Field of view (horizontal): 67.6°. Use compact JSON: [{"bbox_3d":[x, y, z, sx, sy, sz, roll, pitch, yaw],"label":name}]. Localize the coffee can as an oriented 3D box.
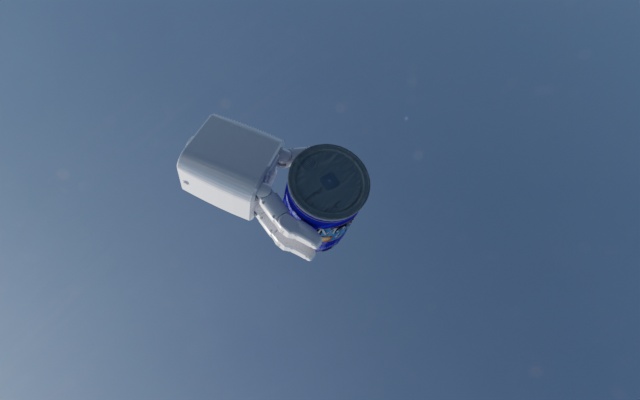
[{"bbox_3d":[0.000,0.002,0.644,0.103,0.102,0.140,0,-23,-10],"label":"coffee can"}]
